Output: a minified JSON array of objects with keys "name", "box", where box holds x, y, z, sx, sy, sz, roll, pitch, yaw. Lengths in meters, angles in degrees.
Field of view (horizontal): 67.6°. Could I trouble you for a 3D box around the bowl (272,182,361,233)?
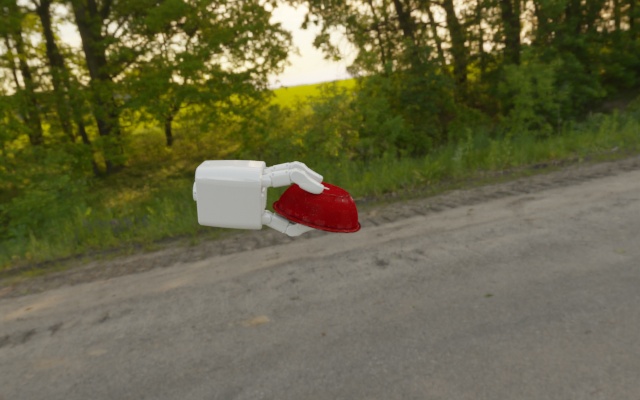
[{"name":"bowl","box":[0.001,0.003,0.837,0.162,0.055,0.162,14,13,-3]}]
